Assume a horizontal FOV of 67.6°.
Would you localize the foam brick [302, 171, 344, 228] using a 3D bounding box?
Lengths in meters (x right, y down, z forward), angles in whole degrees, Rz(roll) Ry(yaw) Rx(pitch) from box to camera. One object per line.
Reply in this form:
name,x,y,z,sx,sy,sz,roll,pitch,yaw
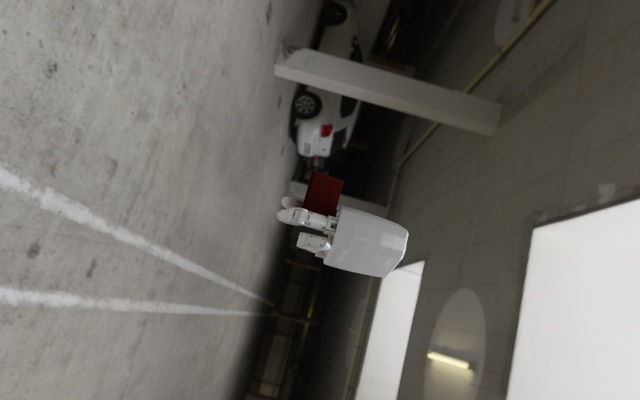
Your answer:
foam brick,0.000,0.002,0.748,0.051,0.078,0.053,15,-13,-1
